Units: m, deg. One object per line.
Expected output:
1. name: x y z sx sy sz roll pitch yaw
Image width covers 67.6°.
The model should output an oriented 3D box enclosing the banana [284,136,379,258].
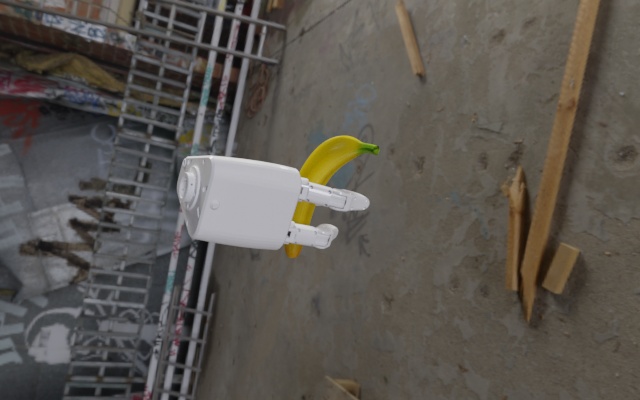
1. banana: -0.006 -0.013 0.609 0.037 0.198 0.069 7 40 -42
